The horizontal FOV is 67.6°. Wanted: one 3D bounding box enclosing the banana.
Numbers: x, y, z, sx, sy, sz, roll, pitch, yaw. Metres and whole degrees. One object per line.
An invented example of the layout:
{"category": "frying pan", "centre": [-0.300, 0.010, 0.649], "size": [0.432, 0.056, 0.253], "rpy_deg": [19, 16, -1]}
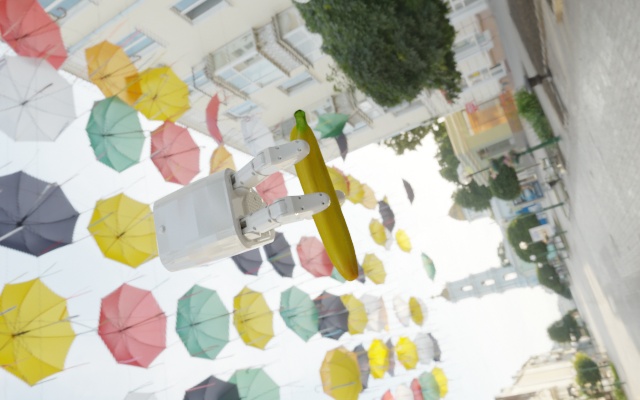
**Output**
{"category": "banana", "centre": [0.000, -0.003, 0.551], "size": [0.037, 0.198, 0.069], "rpy_deg": [-20, 5, 5]}
